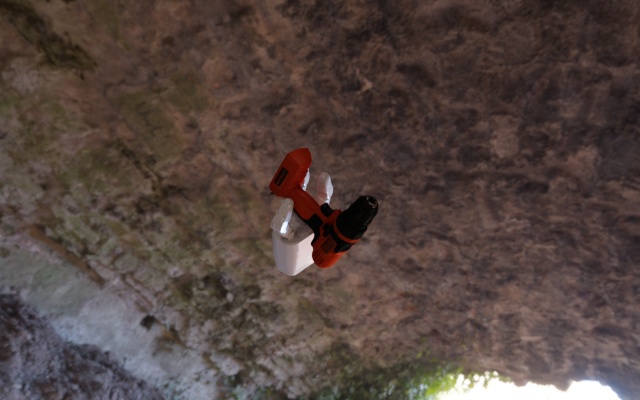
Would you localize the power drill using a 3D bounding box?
[{"bbox_3d":[0.000,0.002,0.813,0.057,0.187,0.184,-18,-25,-43],"label":"power drill"}]
